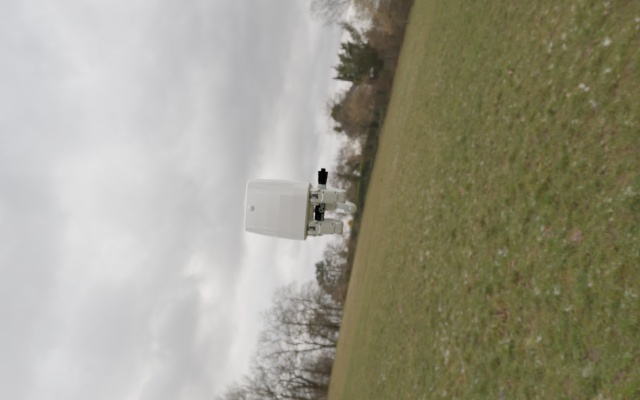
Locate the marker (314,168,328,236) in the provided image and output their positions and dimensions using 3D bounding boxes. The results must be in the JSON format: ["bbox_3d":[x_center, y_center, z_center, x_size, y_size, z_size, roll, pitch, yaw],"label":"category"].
[{"bbox_3d":[0.000,0.003,0.846,0.020,0.121,0.020,5,9,-1],"label":"marker"}]
